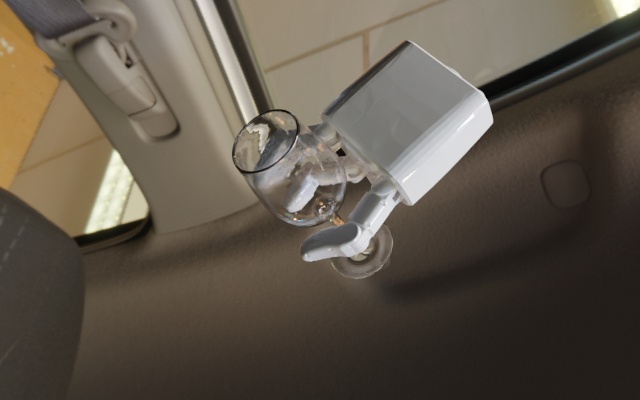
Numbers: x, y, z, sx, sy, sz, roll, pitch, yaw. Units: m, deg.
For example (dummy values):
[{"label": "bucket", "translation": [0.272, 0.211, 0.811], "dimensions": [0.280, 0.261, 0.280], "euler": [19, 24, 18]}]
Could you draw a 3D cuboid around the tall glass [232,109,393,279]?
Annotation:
[{"label": "tall glass", "translation": [0.000, 0.002, 0.447], "dimensions": [0.079, 0.079, 0.201], "euler": [0, -29, 31]}]
